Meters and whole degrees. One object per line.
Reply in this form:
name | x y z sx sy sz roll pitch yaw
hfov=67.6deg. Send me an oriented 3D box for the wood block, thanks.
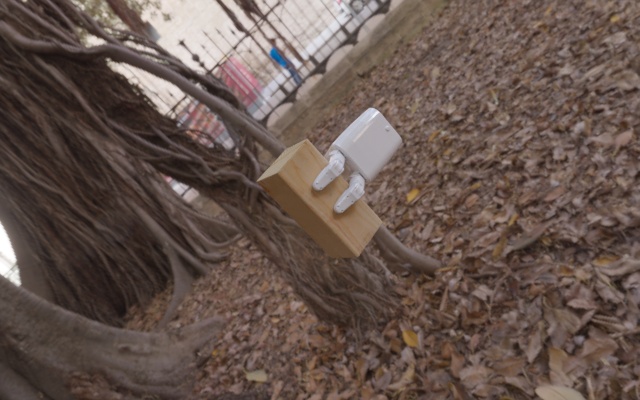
wood block | 0.000 0.002 0.854 0.206 0.090 0.091 47 -26 -16
